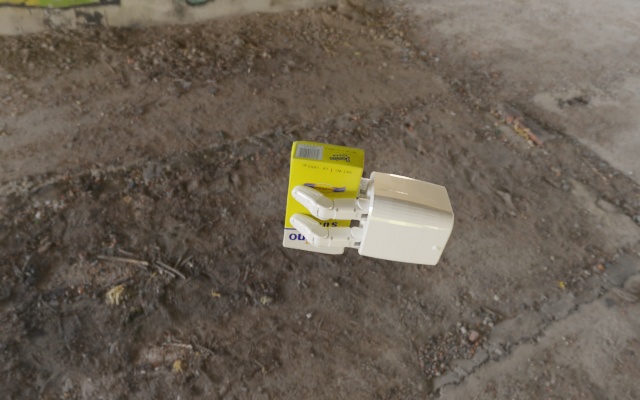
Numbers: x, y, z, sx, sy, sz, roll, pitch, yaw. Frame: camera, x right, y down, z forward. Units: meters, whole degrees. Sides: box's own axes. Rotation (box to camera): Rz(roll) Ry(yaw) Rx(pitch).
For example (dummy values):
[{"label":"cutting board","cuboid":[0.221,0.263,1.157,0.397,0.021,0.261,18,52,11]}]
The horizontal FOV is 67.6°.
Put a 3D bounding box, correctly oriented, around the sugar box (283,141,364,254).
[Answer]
[{"label":"sugar box","cuboid":[0.000,0.002,0.662,0.093,0.176,0.048,8,43,0]}]
